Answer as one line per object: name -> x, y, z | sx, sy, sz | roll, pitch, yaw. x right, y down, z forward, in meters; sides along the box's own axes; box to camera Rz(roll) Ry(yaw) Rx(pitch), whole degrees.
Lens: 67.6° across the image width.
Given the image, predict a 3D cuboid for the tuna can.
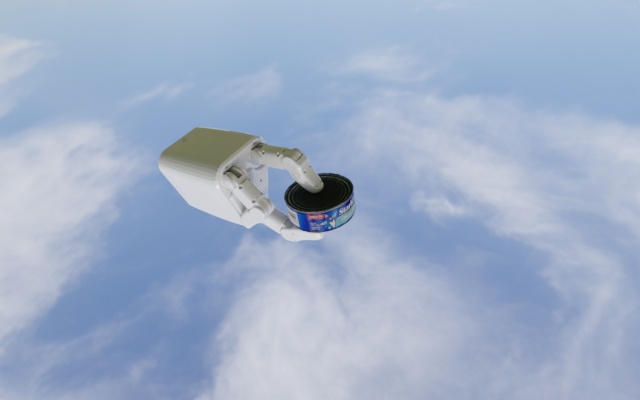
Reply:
tuna can -> 0.000, 0.002, 0.591 | 0.086, 0.034, 0.086 | -7, 34, 5
